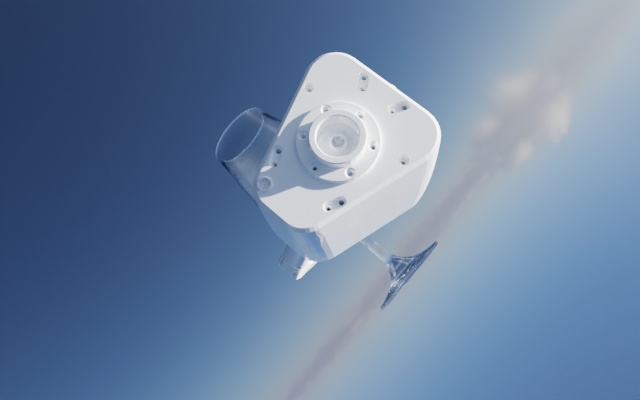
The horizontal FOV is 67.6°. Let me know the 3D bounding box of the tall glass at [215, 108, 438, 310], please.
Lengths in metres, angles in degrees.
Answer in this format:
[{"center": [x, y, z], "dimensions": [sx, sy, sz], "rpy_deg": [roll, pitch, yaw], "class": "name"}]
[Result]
[{"center": [0.001, 0.002, 0.421], "dimensions": [0.201, 0.079, 0.079], "rpy_deg": [40, 10, 12], "class": "tall glass"}]
